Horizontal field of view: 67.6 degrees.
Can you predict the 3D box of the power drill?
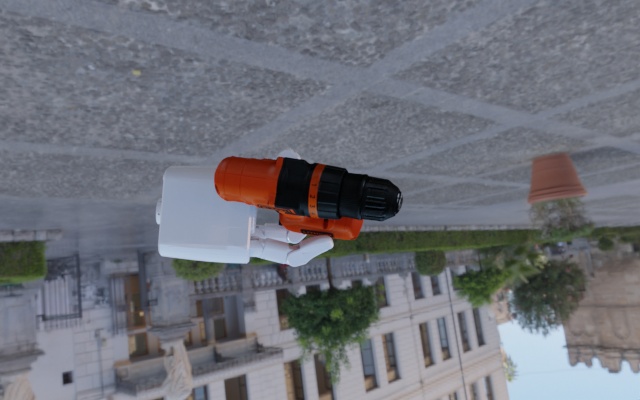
[{"bbox_3d":[0.000,0.002,0.523,0.184,0.057,0.188,10,-11,14],"label":"power drill"}]
